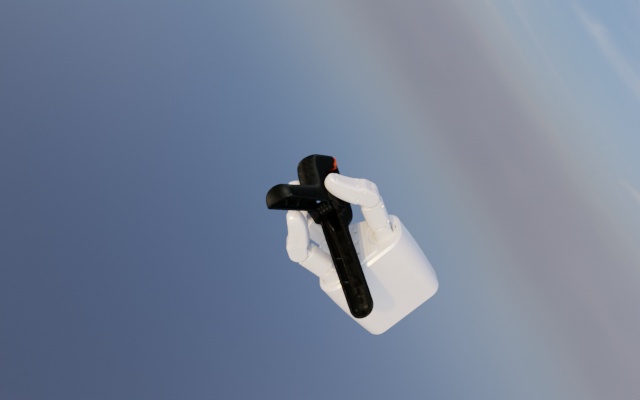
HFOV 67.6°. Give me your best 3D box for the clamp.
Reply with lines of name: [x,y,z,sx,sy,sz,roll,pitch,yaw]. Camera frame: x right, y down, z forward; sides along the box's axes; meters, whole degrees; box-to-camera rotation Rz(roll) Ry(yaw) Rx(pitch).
clamp: [0.001,0.001,0.511,0.036,0.165,0.209,-27,33,16]
